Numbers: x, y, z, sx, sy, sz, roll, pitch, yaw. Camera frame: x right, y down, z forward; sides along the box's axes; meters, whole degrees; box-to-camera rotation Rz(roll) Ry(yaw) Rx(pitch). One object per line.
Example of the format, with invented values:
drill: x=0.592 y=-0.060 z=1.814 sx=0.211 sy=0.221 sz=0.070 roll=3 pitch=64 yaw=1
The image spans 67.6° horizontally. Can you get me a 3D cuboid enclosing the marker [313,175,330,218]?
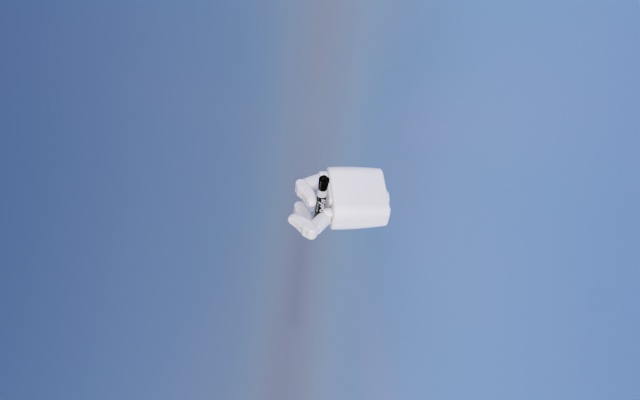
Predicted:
marker: x=0.000 y=0.003 z=0.836 sx=0.020 sy=0.121 sz=0.020 roll=5 pitch=44 yaw=-4
